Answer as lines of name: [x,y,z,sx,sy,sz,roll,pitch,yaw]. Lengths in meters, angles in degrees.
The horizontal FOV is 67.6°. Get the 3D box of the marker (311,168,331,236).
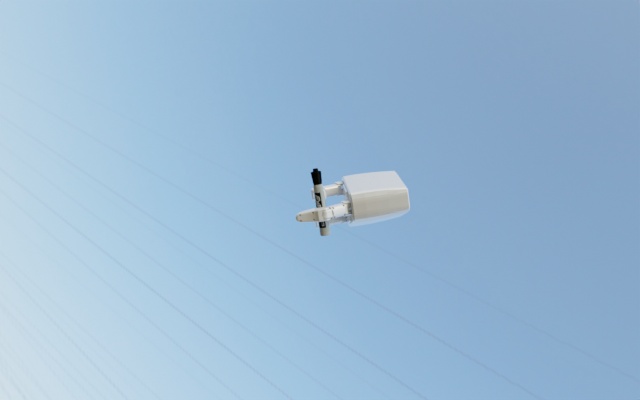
marker: [0.000,0.003,0.845,0.020,0.121,0.020,-8,10,1]
